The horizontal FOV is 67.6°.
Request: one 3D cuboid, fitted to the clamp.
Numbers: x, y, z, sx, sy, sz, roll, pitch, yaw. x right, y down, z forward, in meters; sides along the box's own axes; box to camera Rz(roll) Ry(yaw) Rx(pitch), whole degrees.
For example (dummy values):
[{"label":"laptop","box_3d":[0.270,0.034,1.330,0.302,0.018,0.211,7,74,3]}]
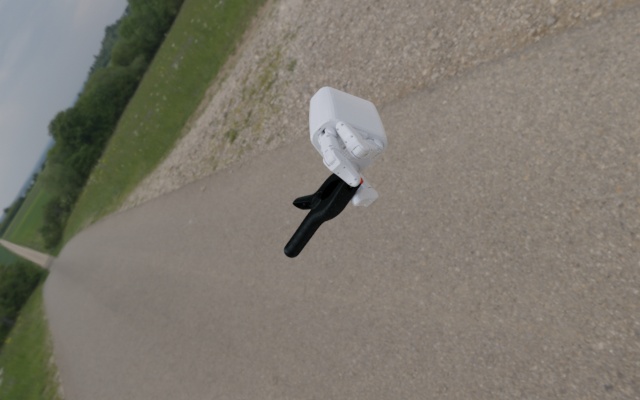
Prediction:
[{"label":"clamp","box_3d":[0.000,0.002,0.744,0.039,0.120,0.171,29,-56,-29]}]
